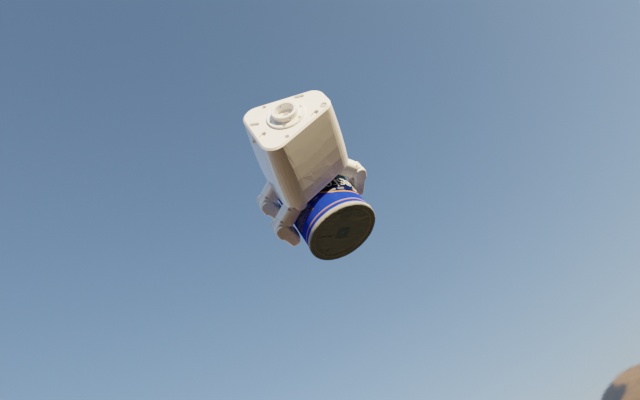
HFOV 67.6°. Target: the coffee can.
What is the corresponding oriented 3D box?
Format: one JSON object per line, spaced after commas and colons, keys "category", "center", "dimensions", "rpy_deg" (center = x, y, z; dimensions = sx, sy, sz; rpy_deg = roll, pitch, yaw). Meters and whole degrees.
{"category": "coffee can", "center": [0.000, 0.002, 0.696], "dimensions": [0.103, 0.103, 0.140], "rpy_deg": [0, 38, -35]}
